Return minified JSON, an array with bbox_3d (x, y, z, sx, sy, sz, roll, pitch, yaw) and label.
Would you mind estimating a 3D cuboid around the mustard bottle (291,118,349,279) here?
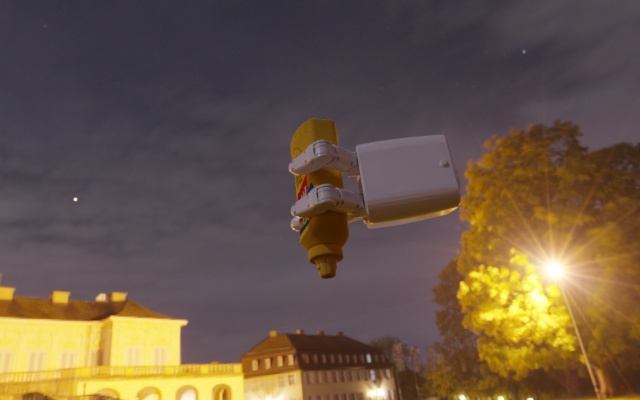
[{"bbox_3d":[0.000,0.002,0.589,0.058,0.191,0.096,2,-27,-18],"label":"mustard bottle"}]
